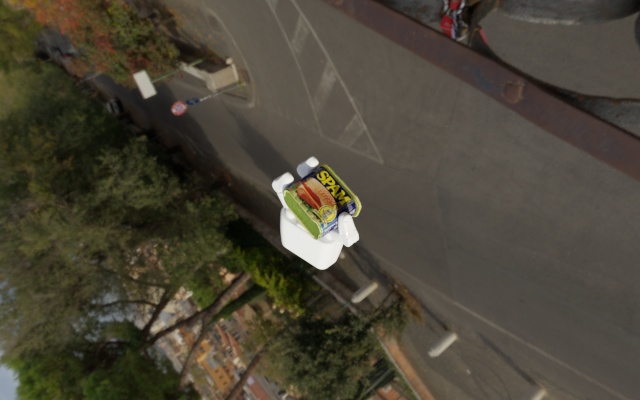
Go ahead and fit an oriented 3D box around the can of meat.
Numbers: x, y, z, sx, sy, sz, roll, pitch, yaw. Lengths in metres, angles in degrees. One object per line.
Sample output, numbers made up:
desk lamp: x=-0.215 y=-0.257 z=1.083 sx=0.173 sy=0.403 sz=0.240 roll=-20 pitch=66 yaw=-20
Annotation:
can of meat: x=0.000 y=0.003 z=0.775 sx=0.084 sy=0.102 sz=0.057 roll=-33 pitch=-19 yaw=-24
